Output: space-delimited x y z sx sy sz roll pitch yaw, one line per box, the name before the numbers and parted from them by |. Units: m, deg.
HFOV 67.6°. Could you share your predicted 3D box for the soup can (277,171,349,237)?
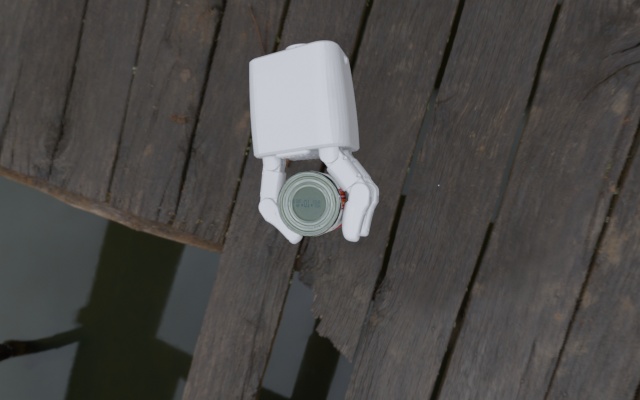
soup can | 0.000 0.002 0.521 0.068 0.068 0.102 0 2 14
